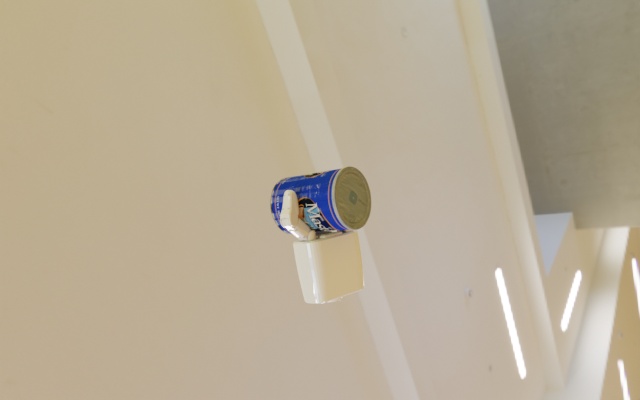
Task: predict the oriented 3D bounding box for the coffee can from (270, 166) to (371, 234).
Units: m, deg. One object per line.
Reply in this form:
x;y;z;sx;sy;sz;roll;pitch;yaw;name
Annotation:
0.000;0.002;0.811;0.140;0.103;0.103;-7;-5;39;coffee can
